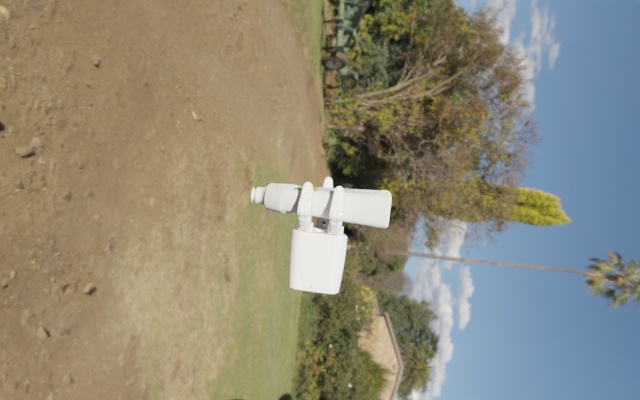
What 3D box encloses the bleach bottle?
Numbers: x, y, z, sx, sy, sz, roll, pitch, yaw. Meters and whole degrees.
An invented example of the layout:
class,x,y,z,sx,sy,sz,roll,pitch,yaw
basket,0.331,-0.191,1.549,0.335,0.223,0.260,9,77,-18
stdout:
class,x,y,z,sx,sy,sz,roll,pitch,yaw
bleach bottle,0.000,0.003,0.877,0.251,0.068,0.102,7,5,5
